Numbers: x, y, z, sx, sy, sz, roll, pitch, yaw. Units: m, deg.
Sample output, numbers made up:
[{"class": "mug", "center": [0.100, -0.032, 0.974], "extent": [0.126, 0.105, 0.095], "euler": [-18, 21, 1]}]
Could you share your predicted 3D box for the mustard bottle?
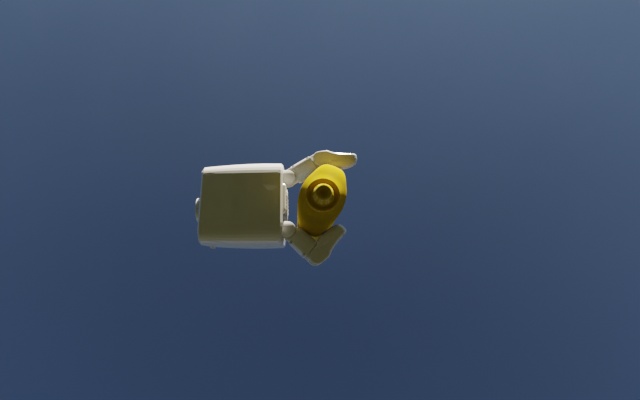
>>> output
[{"class": "mustard bottle", "center": [0.000, 0.002, 0.638], "extent": [0.058, 0.096, 0.191], "euler": [24, -7, 2]}]
